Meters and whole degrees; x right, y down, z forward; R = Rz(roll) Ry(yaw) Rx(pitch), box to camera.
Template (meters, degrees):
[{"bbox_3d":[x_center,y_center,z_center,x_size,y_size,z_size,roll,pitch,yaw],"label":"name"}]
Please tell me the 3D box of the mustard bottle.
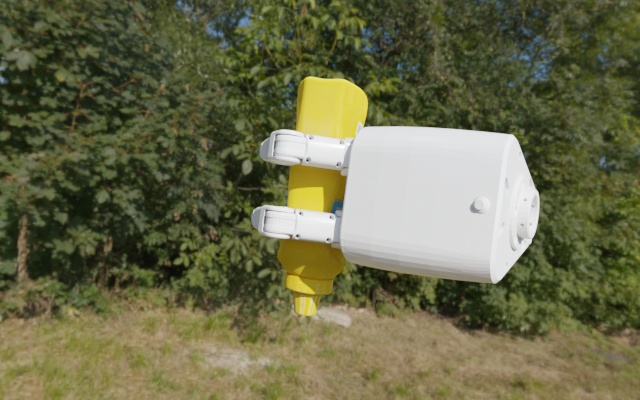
[{"bbox_3d":[0.000,0.001,0.406,0.058,0.191,0.096,7,-1,9],"label":"mustard bottle"}]
